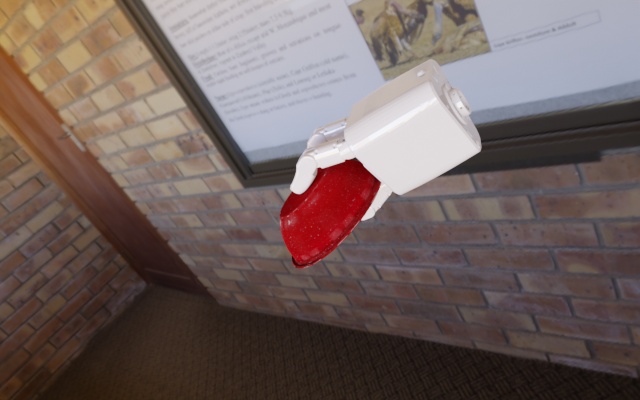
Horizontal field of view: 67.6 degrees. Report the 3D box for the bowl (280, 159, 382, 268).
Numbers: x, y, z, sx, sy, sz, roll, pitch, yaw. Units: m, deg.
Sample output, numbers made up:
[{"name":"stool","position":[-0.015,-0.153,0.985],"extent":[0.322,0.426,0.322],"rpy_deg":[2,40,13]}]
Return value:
[{"name":"bowl","position":[-0.001,0.003,0.582],"extent":[0.055,0.162,0.162],"rpy_deg":[40,-12,-15]}]
